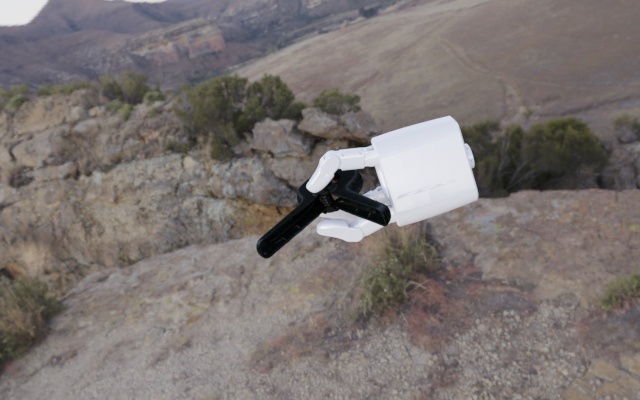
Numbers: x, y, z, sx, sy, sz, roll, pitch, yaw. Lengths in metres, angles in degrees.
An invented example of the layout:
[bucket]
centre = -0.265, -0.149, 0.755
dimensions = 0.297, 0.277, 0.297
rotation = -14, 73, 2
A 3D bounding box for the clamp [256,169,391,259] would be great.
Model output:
[clamp]
centre = 0.000, 0.001, 0.630
dimensions = 0.164, 0.036, 0.210
rotation = -18, 23, 7
